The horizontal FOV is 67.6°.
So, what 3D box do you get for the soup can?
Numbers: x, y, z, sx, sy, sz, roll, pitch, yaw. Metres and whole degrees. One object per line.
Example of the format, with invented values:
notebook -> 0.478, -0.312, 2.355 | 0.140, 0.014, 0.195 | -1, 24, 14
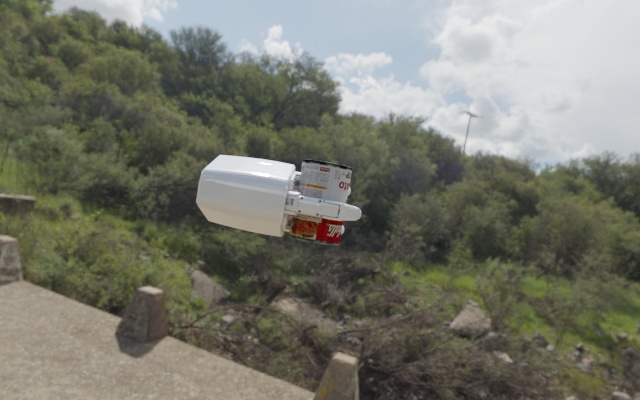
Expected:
soup can -> 0.001, 0.002, 0.623 | 0.068, 0.102, 0.068 | 10, 1, 0
